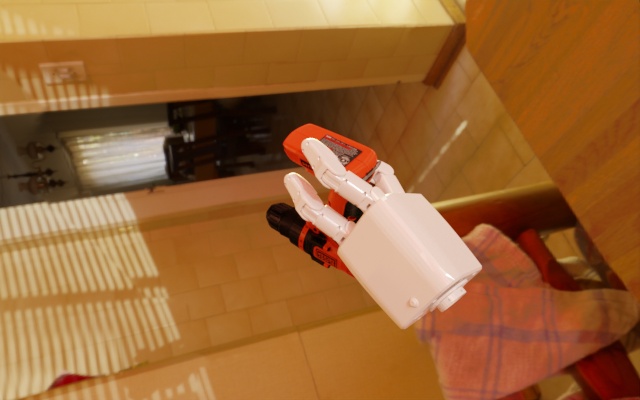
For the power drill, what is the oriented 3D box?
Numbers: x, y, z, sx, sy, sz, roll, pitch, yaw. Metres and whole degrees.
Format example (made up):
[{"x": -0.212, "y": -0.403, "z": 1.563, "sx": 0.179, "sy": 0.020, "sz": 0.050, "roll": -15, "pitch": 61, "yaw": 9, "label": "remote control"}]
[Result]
[{"x": 0.000, "y": 0.002, "z": 0.590, "sx": 0.184, "sy": 0.188, "sz": 0.057, "roll": 25, "pitch": 51, "yaw": 25, "label": "power drill"}]
